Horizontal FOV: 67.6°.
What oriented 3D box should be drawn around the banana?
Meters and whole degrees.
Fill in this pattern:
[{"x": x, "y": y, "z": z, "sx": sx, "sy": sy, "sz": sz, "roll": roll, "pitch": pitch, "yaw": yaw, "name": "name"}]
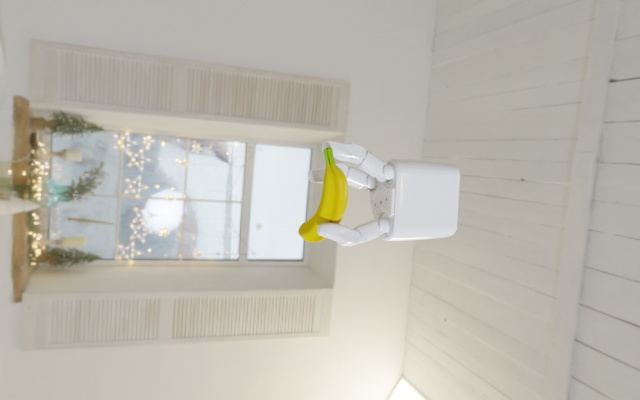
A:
[{"x": 0.005, "y": 0.015, "z": 0.686, "sx": 0.037, "sy": 0.069, "sz": 0.198, "roll": -1, "pitch": -37, "yaw": -19, "name": "banana"}]
